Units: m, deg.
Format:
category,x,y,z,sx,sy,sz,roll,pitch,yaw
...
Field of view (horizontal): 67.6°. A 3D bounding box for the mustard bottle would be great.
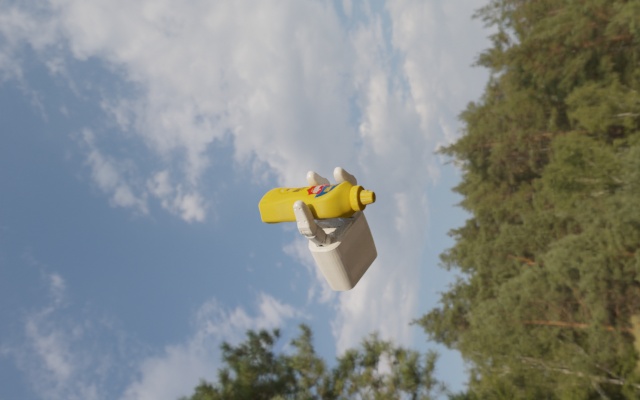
category,x,y,z,sx,sy,sz,roll,pitch,yaw
mustard bottle,0.000,0.002,0.790,0.191,0.058,0.096,-5,13,29
